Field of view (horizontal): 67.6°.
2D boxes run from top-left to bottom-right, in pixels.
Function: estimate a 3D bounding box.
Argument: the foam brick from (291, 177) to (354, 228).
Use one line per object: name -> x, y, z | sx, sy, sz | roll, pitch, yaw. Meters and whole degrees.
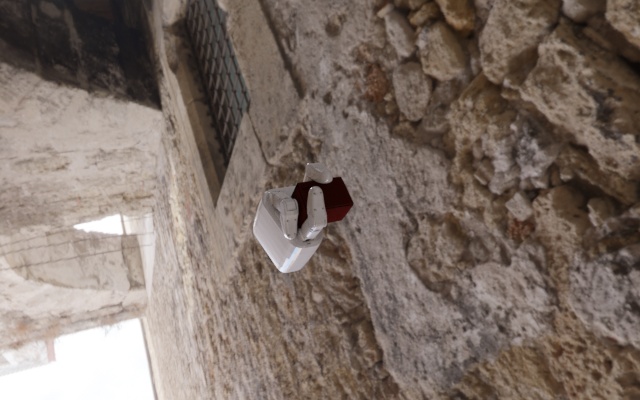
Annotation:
foam brick -> 0.000, 0.002, 0.729 | 0.078, 0.053, 0.051 | -9, -29, -24
